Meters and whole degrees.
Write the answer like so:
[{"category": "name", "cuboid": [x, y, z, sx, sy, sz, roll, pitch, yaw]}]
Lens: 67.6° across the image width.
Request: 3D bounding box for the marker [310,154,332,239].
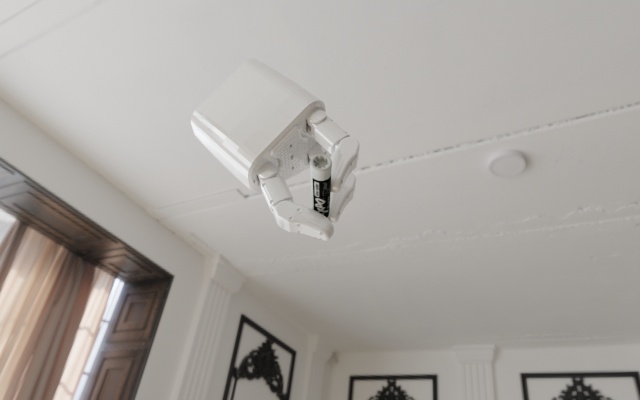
[{"category": "marker", "cuboid": [0.000, 0.002, 0.458, 0.020, 0.020, 0.121, 0, -35, -1]}]
